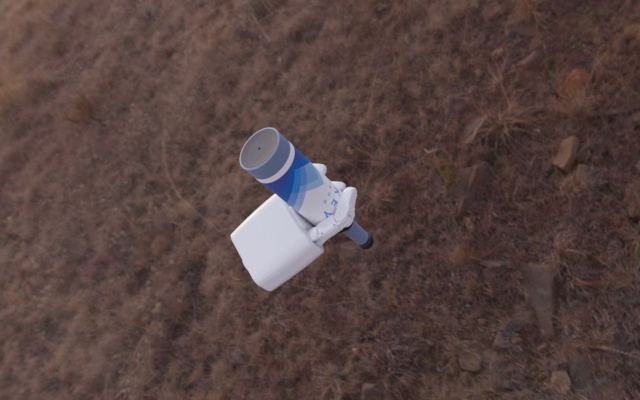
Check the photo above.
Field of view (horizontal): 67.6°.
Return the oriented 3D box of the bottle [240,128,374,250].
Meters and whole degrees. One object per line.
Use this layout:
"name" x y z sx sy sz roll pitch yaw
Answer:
"bottle" 0.000 0.002 0.722 0.069 0.069 0.296 0 -29 38
